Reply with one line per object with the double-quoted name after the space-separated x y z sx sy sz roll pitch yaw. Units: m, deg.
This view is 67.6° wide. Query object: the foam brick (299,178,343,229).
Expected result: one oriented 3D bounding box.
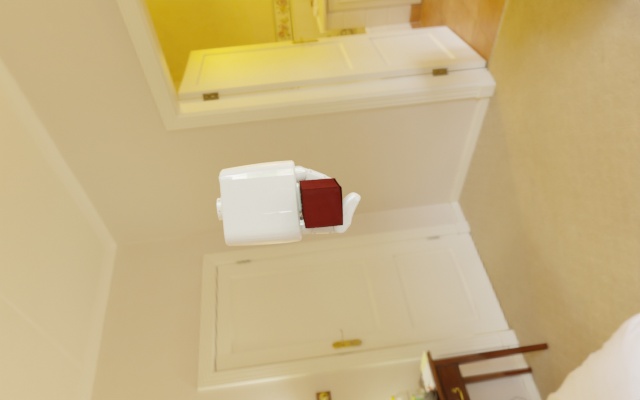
0.000 0.002 0.642 0.051 0.053 0.078 -4 11 -4 "foam brick"
